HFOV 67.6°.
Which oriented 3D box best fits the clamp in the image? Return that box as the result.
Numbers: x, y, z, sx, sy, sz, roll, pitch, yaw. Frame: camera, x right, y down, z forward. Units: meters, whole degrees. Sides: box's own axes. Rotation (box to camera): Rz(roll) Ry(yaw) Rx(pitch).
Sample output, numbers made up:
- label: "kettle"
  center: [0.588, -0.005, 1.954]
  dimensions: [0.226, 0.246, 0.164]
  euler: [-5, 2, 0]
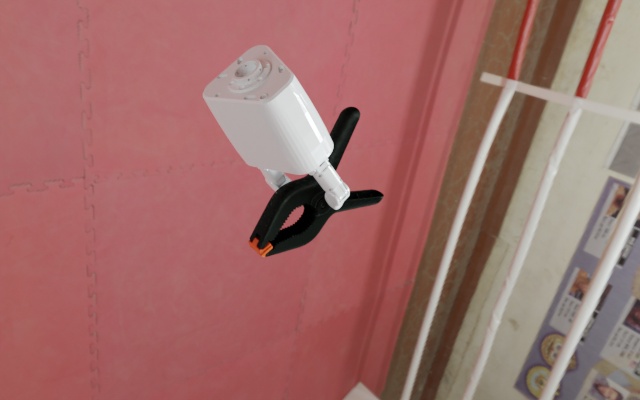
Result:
- label: "clamp"
  center: [0.000, 0.003, 0.622]
  dimensions: [0.036, 0.210, 0.165]
  euler: [32, -18, 43]
